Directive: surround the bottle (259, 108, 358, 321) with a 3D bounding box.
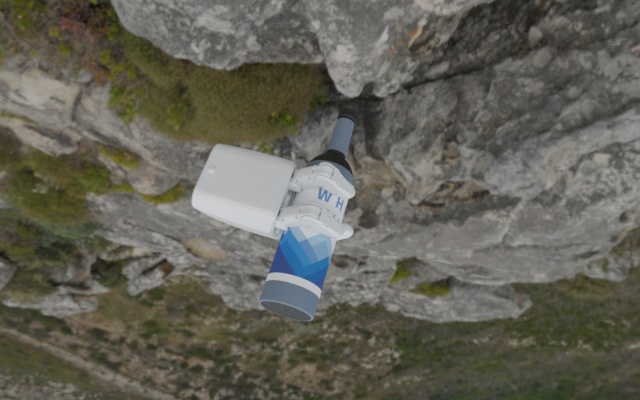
[{"bbox_3d":[0.000,0.002,0.616,0.069,0.295,0.069,14,-26,7],"label":"bottle"}]
